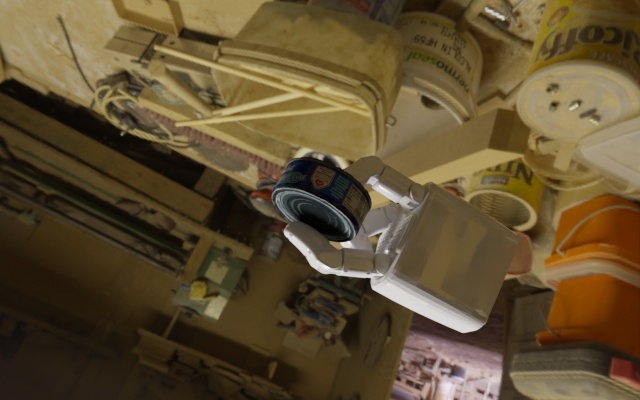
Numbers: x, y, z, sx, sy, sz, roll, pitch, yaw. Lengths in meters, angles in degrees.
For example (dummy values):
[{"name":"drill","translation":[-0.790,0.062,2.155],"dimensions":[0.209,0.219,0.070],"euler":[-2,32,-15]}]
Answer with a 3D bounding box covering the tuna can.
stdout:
[{"name":"tuna can","translation":[0.000,0.002,0.427],"dimensions":[0.086,0.033,0.086],"euler":[23,-26,12]}]
